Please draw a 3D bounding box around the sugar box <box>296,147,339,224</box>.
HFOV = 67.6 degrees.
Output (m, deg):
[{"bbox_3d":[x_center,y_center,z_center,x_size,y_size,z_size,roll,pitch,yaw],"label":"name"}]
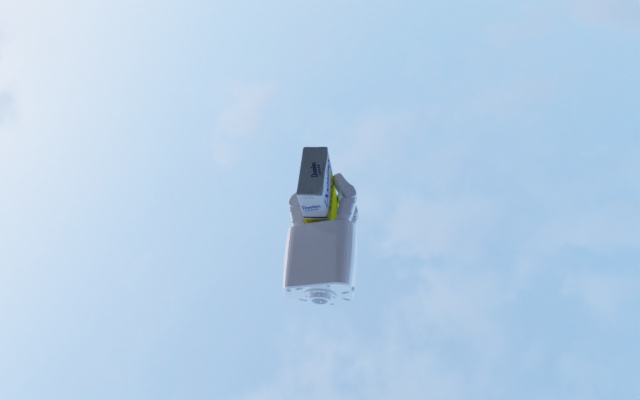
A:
[{"bbox_3d":[0.001,0.003,0.781,0.048,0.093,0.176,2,-33,8],"label":"sugar box"}]
